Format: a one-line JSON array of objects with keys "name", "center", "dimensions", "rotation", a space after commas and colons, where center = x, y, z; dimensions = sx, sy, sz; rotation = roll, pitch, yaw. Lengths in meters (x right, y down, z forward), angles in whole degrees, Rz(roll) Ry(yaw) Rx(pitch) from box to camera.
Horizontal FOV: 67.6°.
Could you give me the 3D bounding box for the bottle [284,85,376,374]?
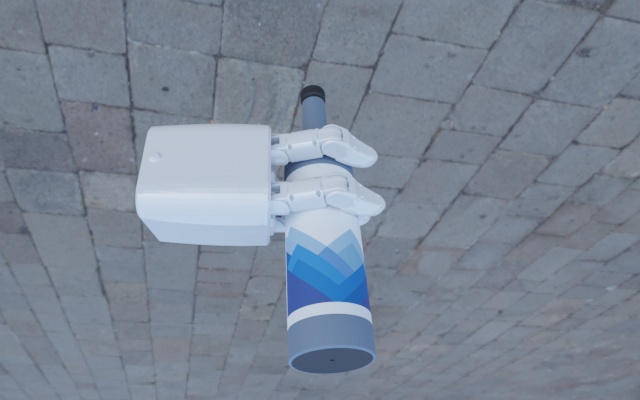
[{"name": "bottle", "center": [0.000, 0.002, 0.443], "dimensions": [0.069, 0.295, 0.069], "rotation": [-3, -35, -2]}]
